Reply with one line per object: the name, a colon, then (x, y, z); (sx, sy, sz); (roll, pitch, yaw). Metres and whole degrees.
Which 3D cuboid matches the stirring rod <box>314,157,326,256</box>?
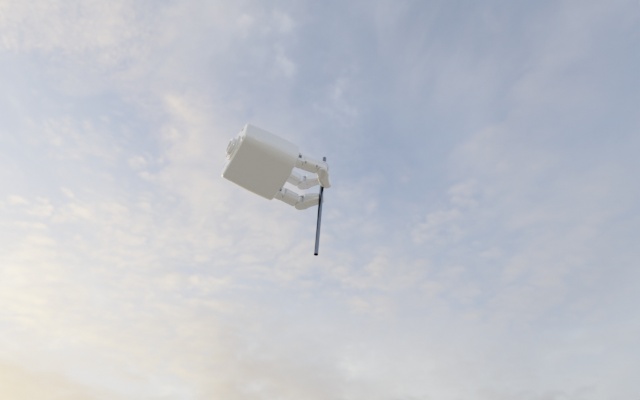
stirring rod: (0.000, 0.003, 0.894); (0.011, 0.239, 0.011); (3, -42, 3)
